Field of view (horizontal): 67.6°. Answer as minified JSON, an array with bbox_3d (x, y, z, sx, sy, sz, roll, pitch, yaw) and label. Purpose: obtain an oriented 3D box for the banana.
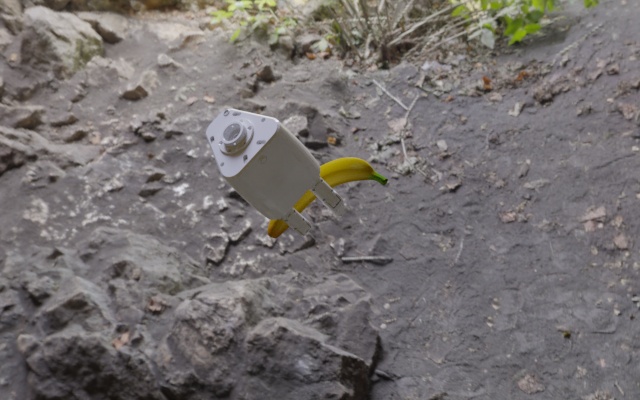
[{"bbox_3d":[-0.002,-0.014,0.716,0.198,0.069,0.037,-27,-33,11],"label":"banana"}]
